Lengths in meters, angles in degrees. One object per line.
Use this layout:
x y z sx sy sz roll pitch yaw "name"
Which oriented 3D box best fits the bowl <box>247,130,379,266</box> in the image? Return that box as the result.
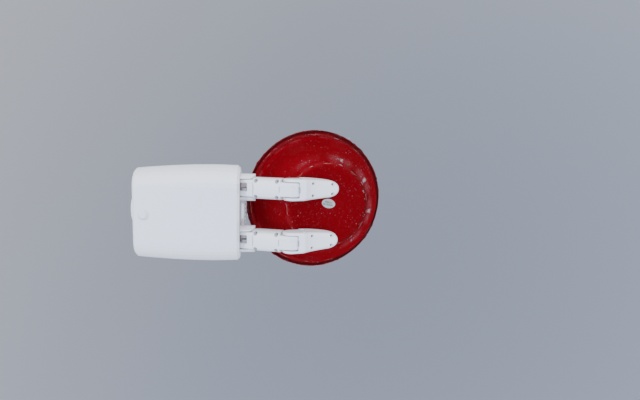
0.001 0.001 0.540 0.162 0.162 0.055 0 8 -16 "bowl"
